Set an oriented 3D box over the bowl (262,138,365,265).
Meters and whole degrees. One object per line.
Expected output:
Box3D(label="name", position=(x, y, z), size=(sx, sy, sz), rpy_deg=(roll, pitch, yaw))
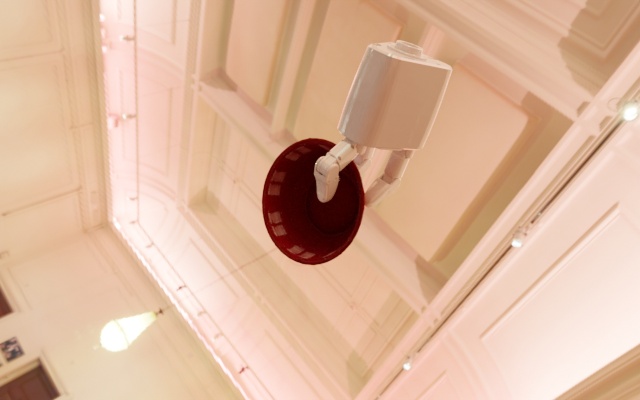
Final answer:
Box3D(label="bowl", position=(0.000, 0.003, 0.626), size=(0.162, 0.162, 0.055), rpy_deg=(0, -2, 35))
